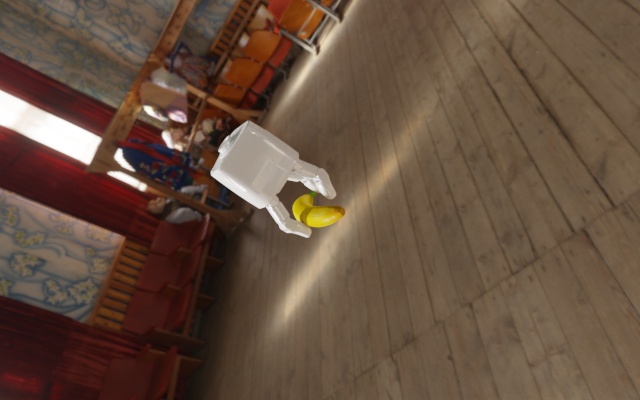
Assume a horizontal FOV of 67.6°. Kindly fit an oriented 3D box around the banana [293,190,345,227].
[{"bbox_3d":[-0.013,0.016,0.868,0.037,0.069,0.197,42,-1,-20],"label":"banana"}]
